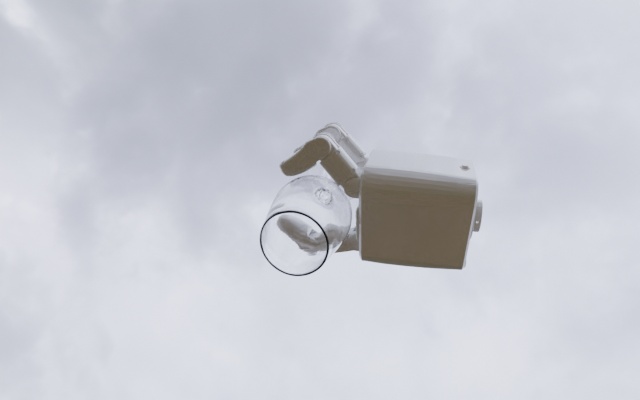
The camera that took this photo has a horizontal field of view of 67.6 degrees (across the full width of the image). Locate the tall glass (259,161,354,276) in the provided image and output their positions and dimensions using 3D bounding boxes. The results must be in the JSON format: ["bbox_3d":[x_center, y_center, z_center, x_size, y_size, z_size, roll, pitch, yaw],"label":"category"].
[{"bbox_3d":[0.000,0.001,0.493,0.079,0.079,0.201,0,21,15],"label":"tall glass"}]
